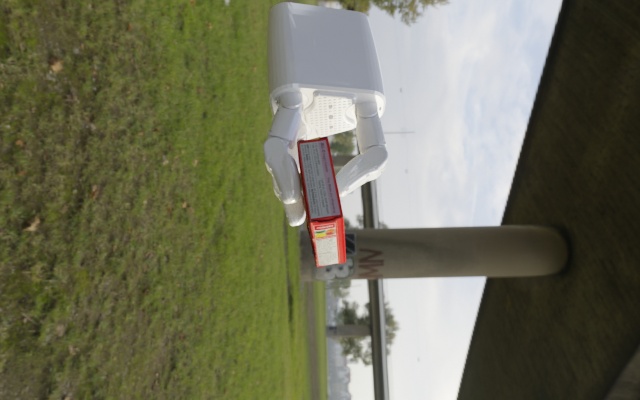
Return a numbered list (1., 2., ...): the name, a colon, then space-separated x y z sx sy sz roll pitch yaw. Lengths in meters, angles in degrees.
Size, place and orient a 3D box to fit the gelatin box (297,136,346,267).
1. gelatin box: 0.001 0.002 0.415 0.030 0.089 0.073 -9 -36 -2
